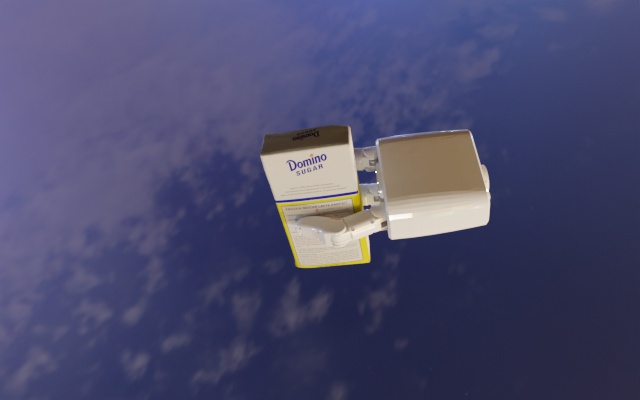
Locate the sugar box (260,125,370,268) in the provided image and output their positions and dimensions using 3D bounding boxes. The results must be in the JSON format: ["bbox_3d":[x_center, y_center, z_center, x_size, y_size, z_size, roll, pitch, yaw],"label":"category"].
[{"bbox_3d":[0.000,0.001,0.537,0.093,0.176,0.048,-6,39,8],"label":"sugar box"}]
